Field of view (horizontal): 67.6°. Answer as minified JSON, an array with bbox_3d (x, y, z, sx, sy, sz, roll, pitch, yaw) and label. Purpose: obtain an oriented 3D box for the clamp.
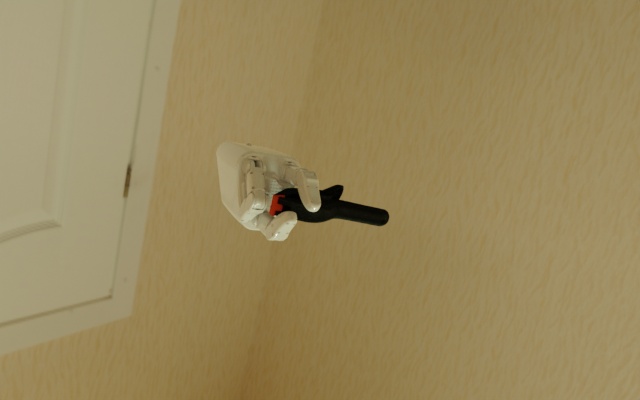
[{"bbox_3d":[0.000,0.003,0.676,0.171,0.039,0.120,6,13,-31],"label":"clamp"}]
